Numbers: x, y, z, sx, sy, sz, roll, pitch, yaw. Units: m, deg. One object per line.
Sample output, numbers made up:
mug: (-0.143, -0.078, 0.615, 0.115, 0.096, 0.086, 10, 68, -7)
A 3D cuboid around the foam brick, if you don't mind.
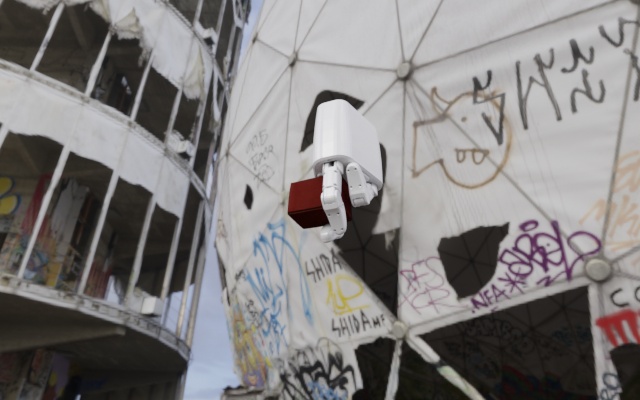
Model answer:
foam brick: (0.000, 0.002, 0.673, 0.078, 0.051, 0.053, -11, -32, 19)
